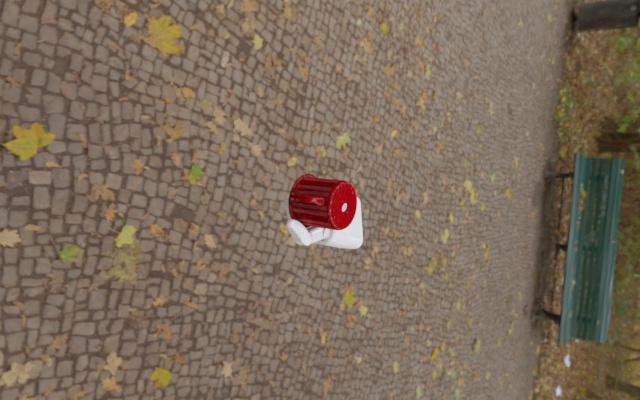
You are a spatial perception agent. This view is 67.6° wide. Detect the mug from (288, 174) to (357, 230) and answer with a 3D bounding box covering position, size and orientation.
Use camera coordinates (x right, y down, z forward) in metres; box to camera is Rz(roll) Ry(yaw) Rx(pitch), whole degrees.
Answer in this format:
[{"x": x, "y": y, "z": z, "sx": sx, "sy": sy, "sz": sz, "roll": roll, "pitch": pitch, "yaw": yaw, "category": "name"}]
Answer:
[{"x": -0.001, "y": 0.002, "z": 0.781, "sx": 0.081, "sy": 0.093, "sz": 0.117, "roll": 7, "pitch": -6, "yaw": 37, "category": "mug"}]
